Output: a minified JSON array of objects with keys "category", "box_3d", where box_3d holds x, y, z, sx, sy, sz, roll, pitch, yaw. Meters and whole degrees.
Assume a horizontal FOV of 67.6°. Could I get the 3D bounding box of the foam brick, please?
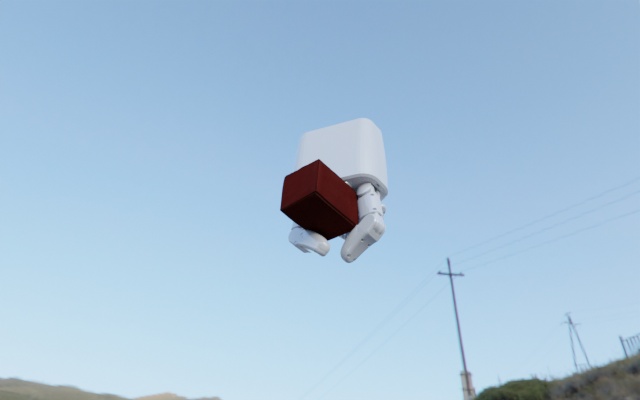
[{"category":"foam brick","box_3d":[0.000,0.002,0.536,0.053,0.051,0.078,-24,-47,30]}]
